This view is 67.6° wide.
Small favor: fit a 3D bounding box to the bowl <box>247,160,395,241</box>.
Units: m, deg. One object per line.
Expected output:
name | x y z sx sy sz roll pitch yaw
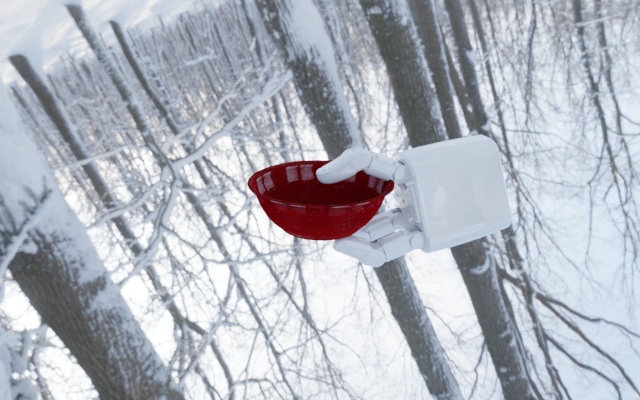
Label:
bowl | -0.001 0.002 0.536 0.162 0.055 0.162 1 21 0
